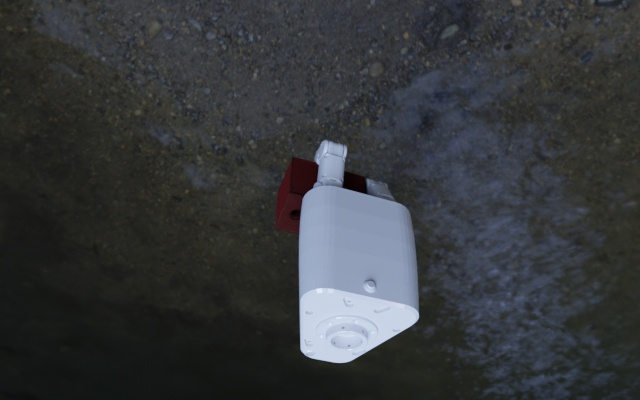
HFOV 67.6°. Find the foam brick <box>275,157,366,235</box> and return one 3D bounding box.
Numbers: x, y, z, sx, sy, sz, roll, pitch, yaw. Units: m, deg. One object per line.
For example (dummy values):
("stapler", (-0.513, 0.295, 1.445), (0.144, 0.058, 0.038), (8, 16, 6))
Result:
("foam brick", (0.000, 0.001, 0.461), (0.078, 0.051, 0.053), (14, -46, -11))
